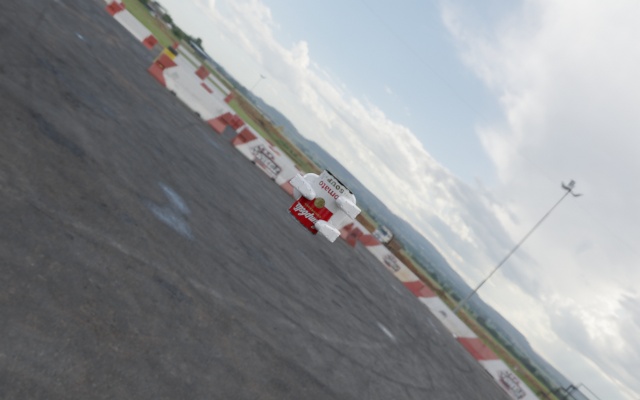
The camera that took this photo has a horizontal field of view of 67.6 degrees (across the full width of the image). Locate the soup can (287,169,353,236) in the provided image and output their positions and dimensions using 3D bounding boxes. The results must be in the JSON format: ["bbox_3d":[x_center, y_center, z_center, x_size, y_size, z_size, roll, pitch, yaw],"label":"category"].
[{"bbox_3d":[0.000,0.003,0.845,0.068,0.102,0.068,43,3,-3],"label":"soup can"}]
